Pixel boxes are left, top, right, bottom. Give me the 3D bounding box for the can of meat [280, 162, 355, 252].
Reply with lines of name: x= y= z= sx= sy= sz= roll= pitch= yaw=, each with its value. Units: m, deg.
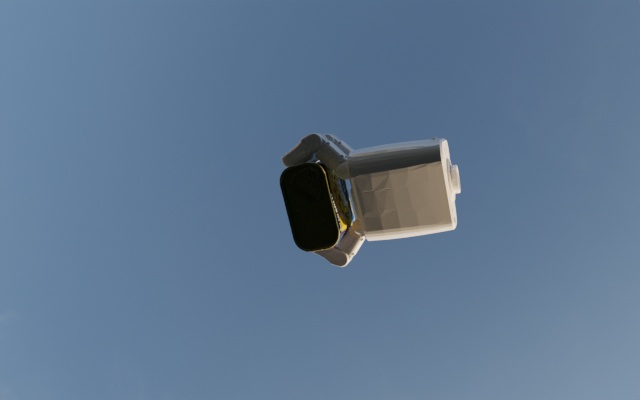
can of meat: x=0.000 y=0.002 z=0.582 sx=0.057 sy=0.102 sz=0.084 roll=-12 pitch=5 yaw=21
